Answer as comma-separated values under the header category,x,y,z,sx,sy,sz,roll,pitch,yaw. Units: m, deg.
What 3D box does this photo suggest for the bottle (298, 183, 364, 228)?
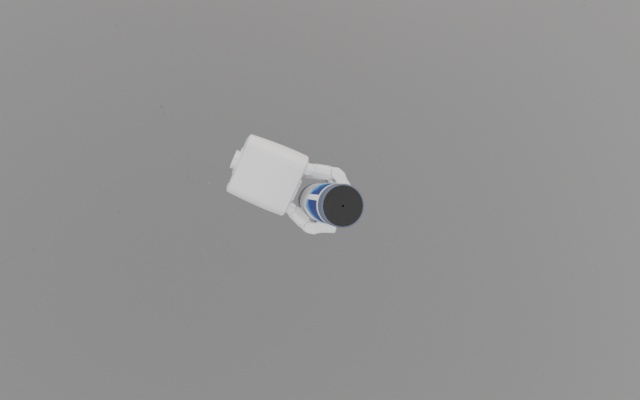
category,x,y,z,sx,sy,sz,roll,pitch,yaw
bottle,0.000,0.003,0.850,0.069,0.069,0.295,0,2,-13
